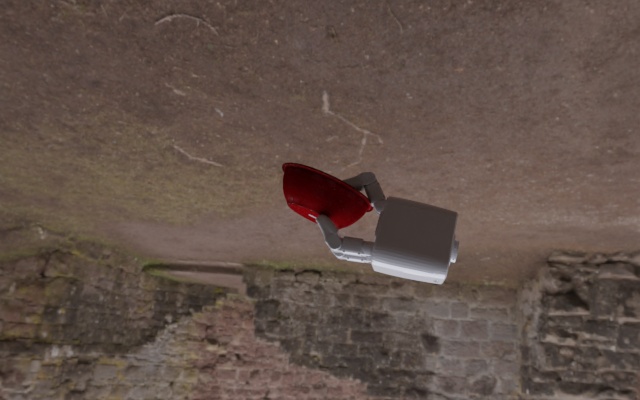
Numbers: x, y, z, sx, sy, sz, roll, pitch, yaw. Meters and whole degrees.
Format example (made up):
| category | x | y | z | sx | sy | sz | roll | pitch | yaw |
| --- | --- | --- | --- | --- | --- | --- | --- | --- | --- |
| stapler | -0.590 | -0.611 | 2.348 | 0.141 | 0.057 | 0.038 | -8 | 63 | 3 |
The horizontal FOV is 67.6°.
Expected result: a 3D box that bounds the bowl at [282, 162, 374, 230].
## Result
| category | x | y | z | sx | sy | sz | roll | pitch | yaw |
| --- | --- | --- | --- | --- | --- | --- | --- | --- | --- |
| bowl | -0.001 | 0.002 | 0.759 | 0.162 | 0.055 | 0.162 | 25 | -11 | 5 |
